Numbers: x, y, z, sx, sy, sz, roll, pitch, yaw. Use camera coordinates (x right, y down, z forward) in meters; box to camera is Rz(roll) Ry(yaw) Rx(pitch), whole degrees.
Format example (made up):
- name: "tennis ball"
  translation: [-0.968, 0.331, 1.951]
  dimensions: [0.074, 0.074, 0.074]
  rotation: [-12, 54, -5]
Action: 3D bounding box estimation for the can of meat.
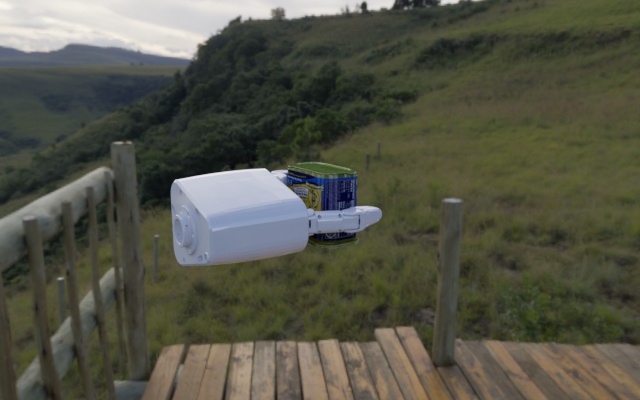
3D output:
- name: "can of meat"
  translation: [0.000, 0.002, 0.566]
  dimensions: [0.057, 0.084, 0.102]
  rotation: [-8, 15, -32]
